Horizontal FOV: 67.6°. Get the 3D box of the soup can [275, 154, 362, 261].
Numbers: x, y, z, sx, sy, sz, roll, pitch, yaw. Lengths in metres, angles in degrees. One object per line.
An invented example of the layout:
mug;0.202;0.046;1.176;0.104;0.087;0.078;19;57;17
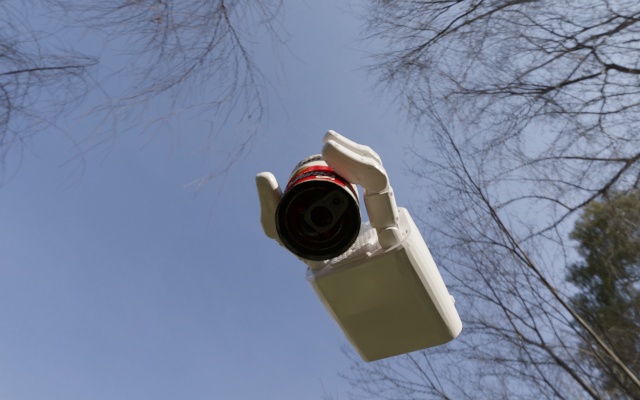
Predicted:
soup can;0.000;0.001;0.420;0.068;0.068;0.102;0;17;2
